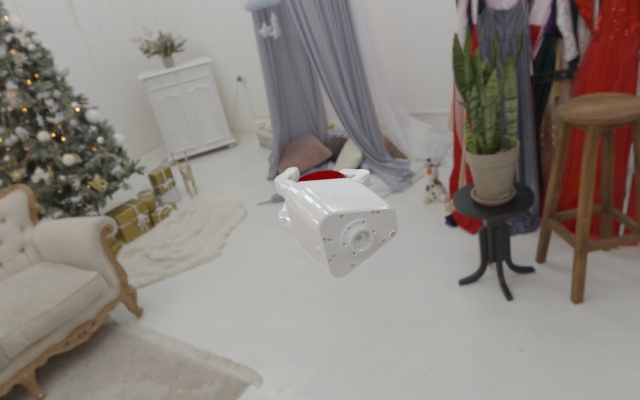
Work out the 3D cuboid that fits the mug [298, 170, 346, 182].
[{"bbox_3d":[0.000,0.002,0.729,0.093,0.081,0.117,-21,28,-18],"label":"mug"}]
